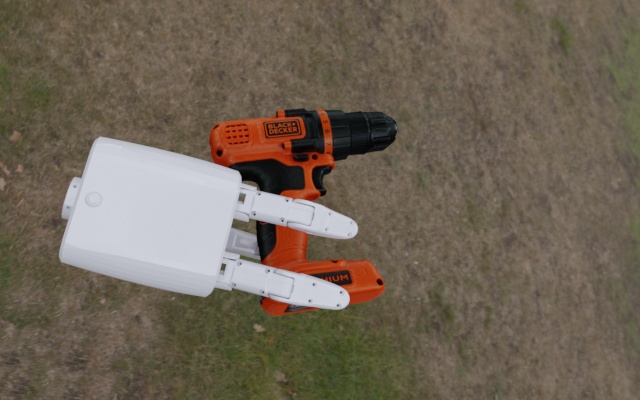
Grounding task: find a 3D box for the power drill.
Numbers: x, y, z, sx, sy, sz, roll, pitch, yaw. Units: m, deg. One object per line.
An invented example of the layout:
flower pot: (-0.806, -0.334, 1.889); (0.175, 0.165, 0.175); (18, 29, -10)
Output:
power drill: (0.000, 0.002, 0.439); (0.184, 0.187, 0.057); (-8, -23, -11)
